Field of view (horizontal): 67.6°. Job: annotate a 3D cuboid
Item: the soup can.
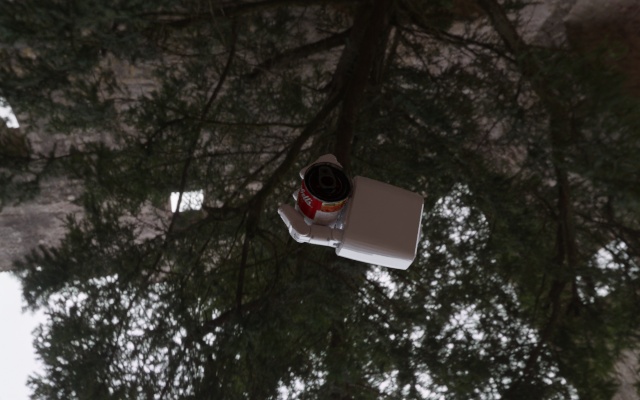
[{"bbox_3d":[0.000,0.002,0.682,0.068,0.068,0.102,0,-34,-15],"label":"soup can"}]
